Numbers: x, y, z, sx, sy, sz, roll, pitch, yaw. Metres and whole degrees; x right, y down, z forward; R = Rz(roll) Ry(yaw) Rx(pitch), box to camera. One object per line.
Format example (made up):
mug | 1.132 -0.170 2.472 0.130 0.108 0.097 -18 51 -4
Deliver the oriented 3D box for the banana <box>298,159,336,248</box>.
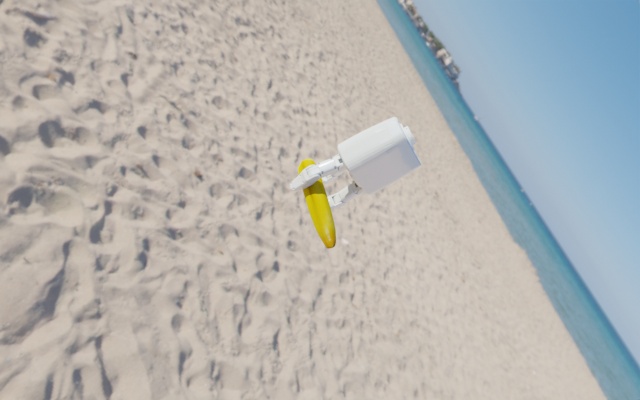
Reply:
banana | -0.007 -0.011 0.820 0.037 0.197 0.070 -22 -42 7
